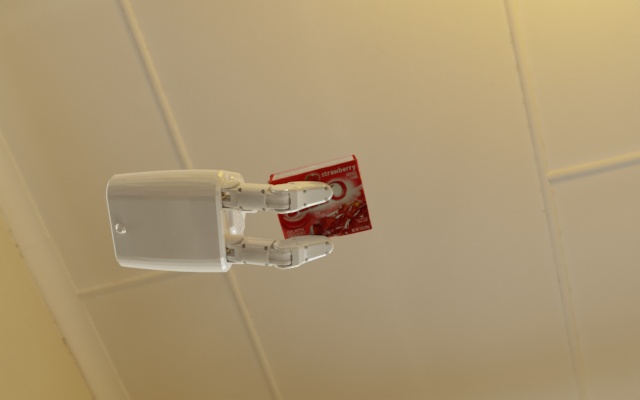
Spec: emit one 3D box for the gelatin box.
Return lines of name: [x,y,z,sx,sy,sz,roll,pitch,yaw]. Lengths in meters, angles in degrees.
gelatin box: [0.000,0.001,0.471,0.089,0.073,0.030,-13,17,3]
